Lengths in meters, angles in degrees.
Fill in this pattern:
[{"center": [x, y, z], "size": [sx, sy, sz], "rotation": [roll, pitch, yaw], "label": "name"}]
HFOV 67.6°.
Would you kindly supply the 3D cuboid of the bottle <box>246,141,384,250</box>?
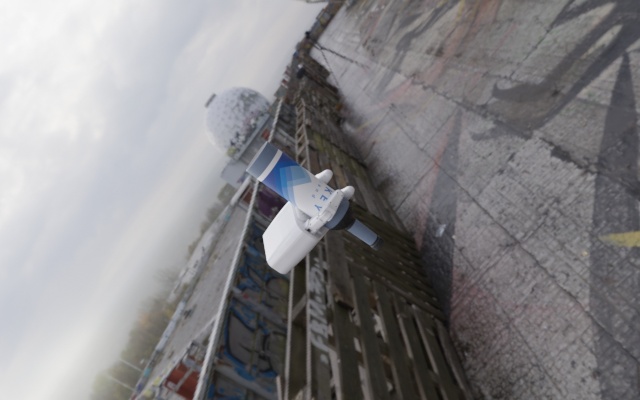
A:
[{"center": [0.000, 0.003, 0.899], "size": [0.296, 0.069, 0.069], "rotation": [36, -10, -14], "label": "bottle"}]
